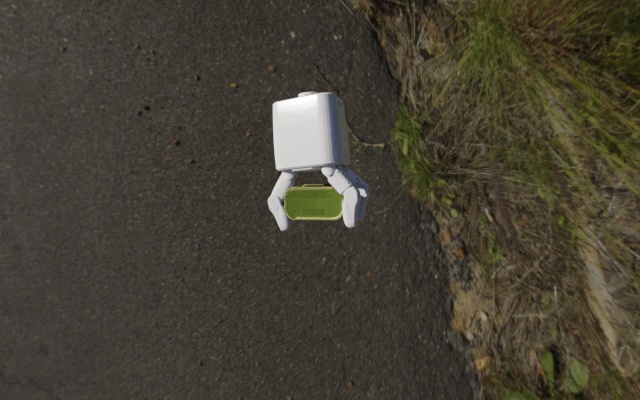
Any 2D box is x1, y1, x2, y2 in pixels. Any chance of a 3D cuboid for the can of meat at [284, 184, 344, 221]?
[{"bbox_3d":[0.000,0.003,0.761,0.102,0.057,0.084,0,2,14],"label":"can of meat"}]
